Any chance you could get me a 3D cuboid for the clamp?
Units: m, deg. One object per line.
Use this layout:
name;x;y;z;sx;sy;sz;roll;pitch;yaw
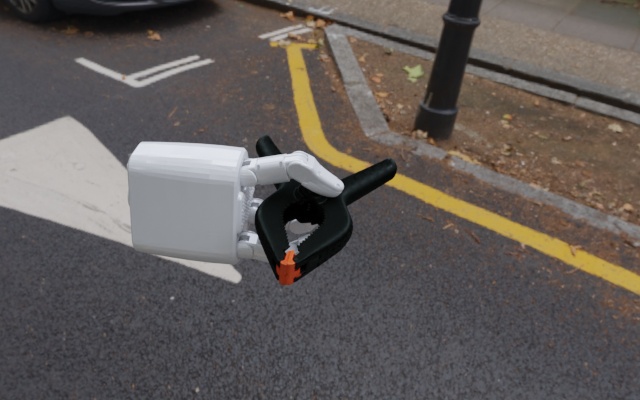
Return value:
clamp;0.000;0.001;0.485;0.164;0.036;0.209;6;38;0
